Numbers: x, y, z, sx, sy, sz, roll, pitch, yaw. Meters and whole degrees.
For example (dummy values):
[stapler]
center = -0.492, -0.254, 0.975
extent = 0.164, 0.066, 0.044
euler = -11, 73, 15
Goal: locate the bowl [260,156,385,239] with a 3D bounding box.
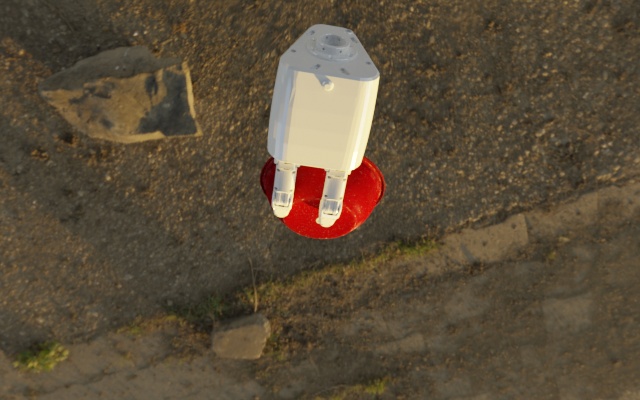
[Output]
[bowl]
center = 0.000, 0.003, 0.603
extent = 0.162, 0.055, 0.162
euler = 3, -35, 2
